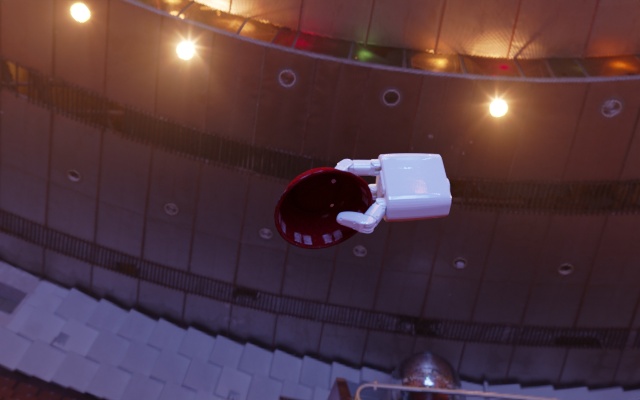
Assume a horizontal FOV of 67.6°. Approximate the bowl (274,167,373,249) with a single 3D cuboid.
[{"bbox_3d":[-0.001,0.002,0.773,0.162,0.162,0.055,0,38,-19],"label":"bowl"}]
